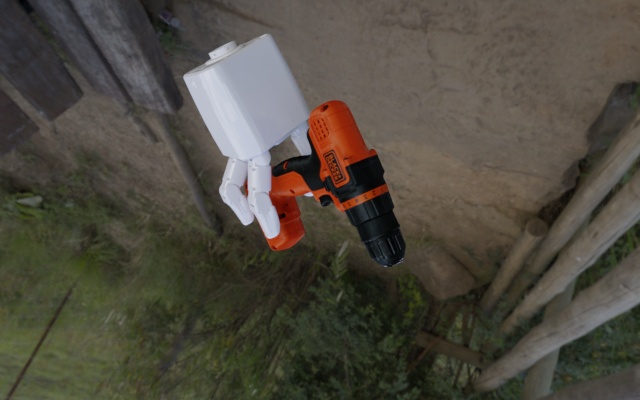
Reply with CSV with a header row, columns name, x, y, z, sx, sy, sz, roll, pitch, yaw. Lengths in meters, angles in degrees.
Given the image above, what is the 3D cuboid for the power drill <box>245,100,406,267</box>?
name,x,y,z,sx,sy,sz,roll,pitch,yaw
power drill,0.000,0.002,0.551,0.057,0.184,0.188,-21,-2,-44
